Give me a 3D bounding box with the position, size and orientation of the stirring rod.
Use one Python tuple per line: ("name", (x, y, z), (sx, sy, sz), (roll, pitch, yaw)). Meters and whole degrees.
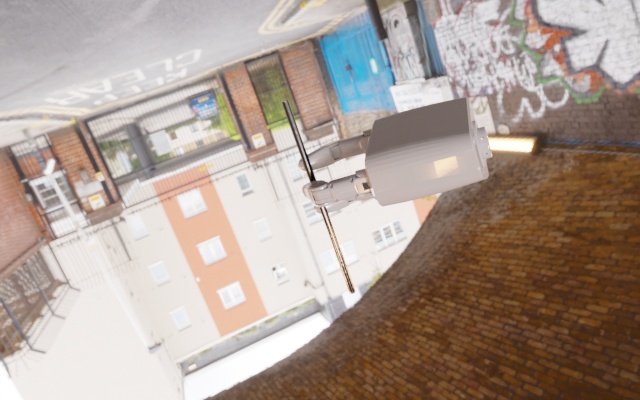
("stirring rod", (0.000, 0.002, 0.551), (0.011, 0.239, 0.011), (-18, 14, 5))
